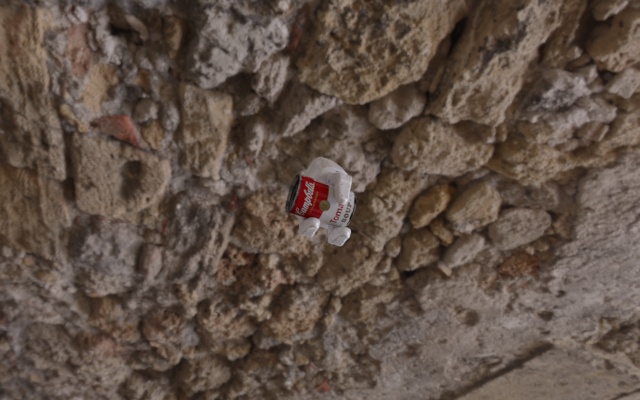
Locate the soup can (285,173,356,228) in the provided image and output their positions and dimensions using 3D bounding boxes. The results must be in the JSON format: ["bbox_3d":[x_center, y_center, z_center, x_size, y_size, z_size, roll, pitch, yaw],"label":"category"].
[{"bbox_3d":[0.001,0.003,0.798,0.102,0.068,0.068,18,-5,-15],"label":"soup can"}]
